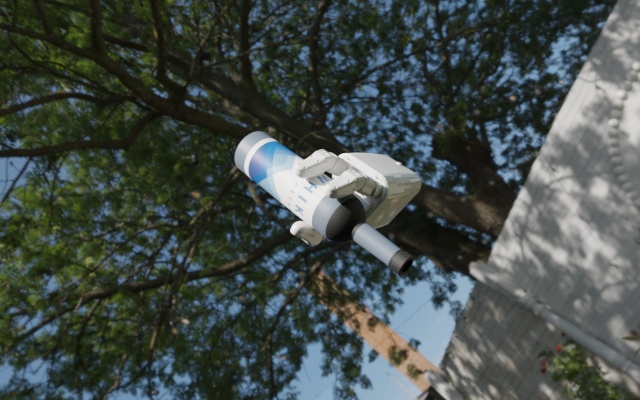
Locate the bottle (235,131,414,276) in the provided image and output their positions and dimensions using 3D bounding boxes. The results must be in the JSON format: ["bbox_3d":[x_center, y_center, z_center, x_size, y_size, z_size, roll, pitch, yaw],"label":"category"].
[{"bbox_3d":[0.000,0.002,0.634,0.295,0.069,0.069,37,21,31],"label":"bottle"}]
